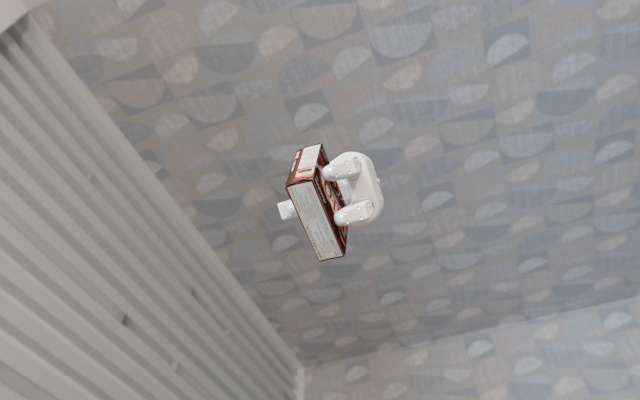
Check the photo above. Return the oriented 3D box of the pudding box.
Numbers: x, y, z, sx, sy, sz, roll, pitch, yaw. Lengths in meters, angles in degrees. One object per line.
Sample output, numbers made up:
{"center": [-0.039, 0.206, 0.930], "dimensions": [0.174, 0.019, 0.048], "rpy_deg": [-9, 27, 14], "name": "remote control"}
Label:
{"center": [0.000, 0.002, 0.570], "dimensions": [0.039, 0.113, 0.090], "rpy_deg": [-16, 29, 16], "name": "pudding box"}
